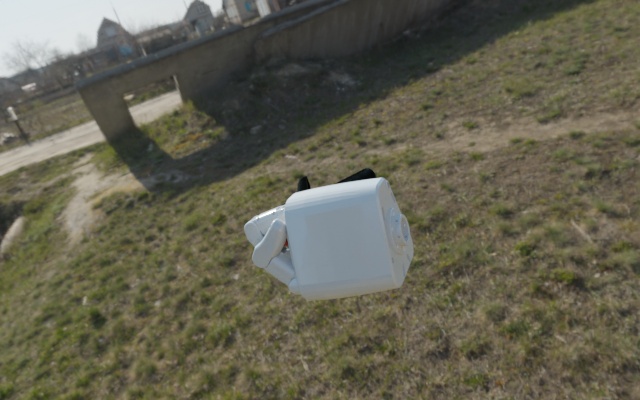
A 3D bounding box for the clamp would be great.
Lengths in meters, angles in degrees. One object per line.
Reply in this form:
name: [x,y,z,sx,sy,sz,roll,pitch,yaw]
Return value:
clamp: [0.000,0.002,0.610,0.120,0.039,0.171,-16,22,27]
